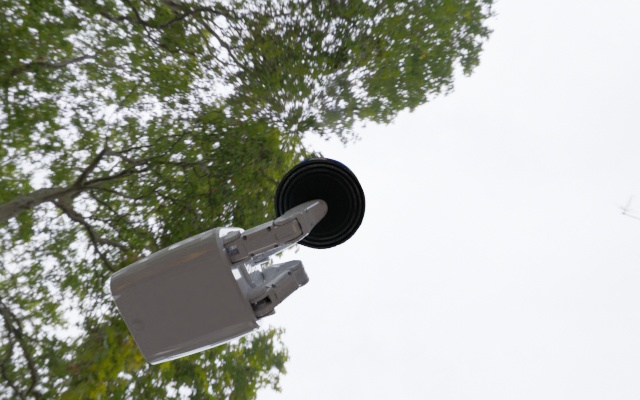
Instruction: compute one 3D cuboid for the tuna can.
[{"bbox_3d":[0.000,0.001,0.459,0.086,0.086,0.033,0,11,2],"label":"tuna can"}]
